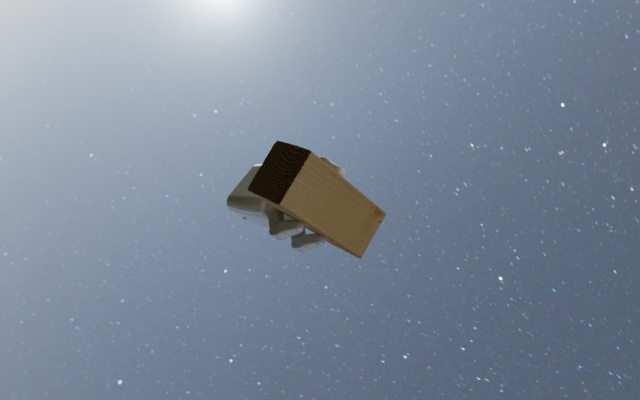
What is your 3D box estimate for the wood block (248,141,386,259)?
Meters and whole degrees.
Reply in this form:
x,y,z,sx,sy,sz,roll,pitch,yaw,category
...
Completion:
x,y,z,sx,sy,sz,roll,pitch,yaw,category
0.000,0.002,0.755,0.090,0.091,0.206,23,-10,47,wood block
